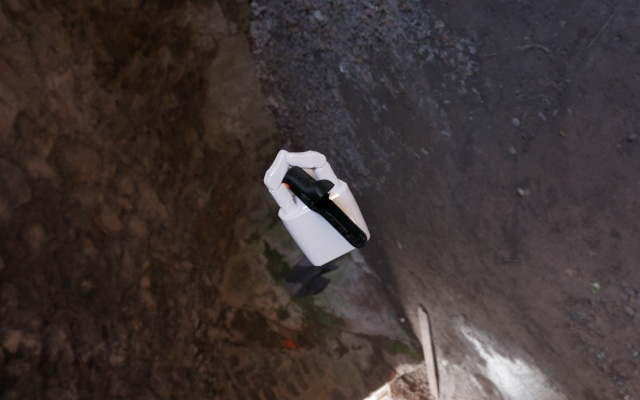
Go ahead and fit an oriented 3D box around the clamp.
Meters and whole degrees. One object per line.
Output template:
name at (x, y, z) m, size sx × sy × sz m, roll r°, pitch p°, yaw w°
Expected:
clamp at (-0.001, 0.002, 0.667) m, size 0.039 × 0.120 × 0.171 m, roll -35°, pitch 27°, yaw -11°
